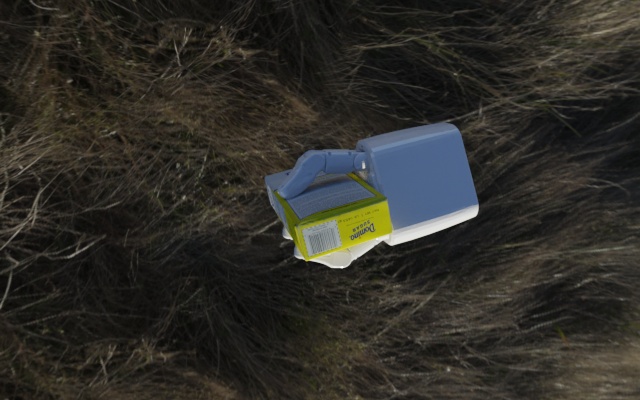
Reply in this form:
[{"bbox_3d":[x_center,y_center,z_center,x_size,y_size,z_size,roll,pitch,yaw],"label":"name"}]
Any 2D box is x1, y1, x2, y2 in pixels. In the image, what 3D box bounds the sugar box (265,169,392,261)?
[{"bbox_3d":[0.000,0.002,0.526,0.093,0.048,0.176,-16,18,-11],"label":"sugar box"}]
